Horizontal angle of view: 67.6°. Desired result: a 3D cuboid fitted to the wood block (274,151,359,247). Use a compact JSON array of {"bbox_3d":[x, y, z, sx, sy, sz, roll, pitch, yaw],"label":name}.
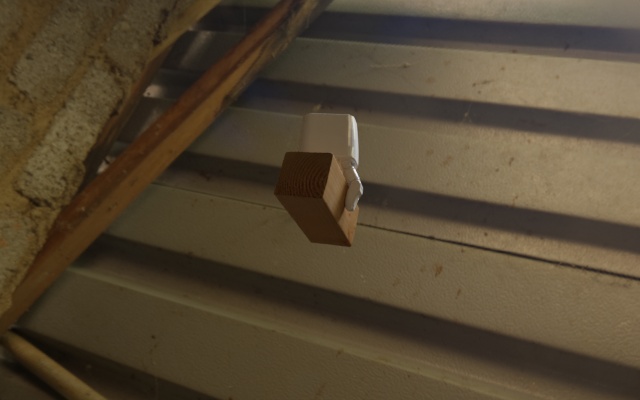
[{"bbox_3d":[0.001,0.003,0.888,0.091,0.090,0.206,4,-26,21],"label":"wood block"}]
